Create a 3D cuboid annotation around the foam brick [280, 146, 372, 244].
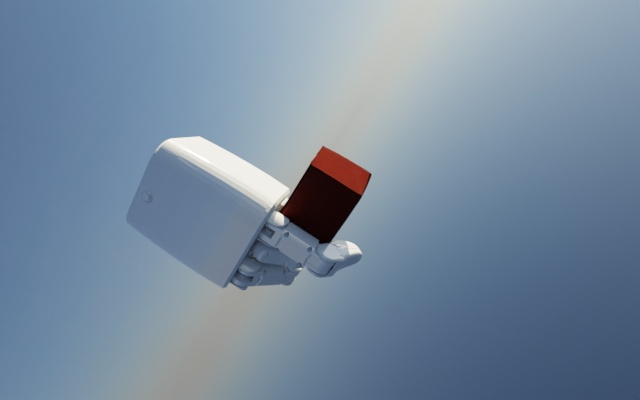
[{"bbox_3d":[0.000,0.001,0.418,0.051,0.078,0.053,33,27,-1],"label":"foam brick"}]
